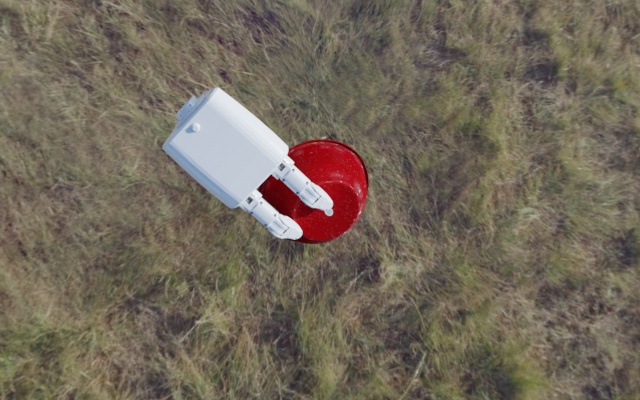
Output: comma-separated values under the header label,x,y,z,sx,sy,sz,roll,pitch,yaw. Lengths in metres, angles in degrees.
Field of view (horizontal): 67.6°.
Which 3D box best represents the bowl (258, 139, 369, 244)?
label,x,y,z,sx,sy,sz,roll,pitch,yaw
bowl,0.001,0.003,0.640,0.162,0.162,0.055,0,29,-22
